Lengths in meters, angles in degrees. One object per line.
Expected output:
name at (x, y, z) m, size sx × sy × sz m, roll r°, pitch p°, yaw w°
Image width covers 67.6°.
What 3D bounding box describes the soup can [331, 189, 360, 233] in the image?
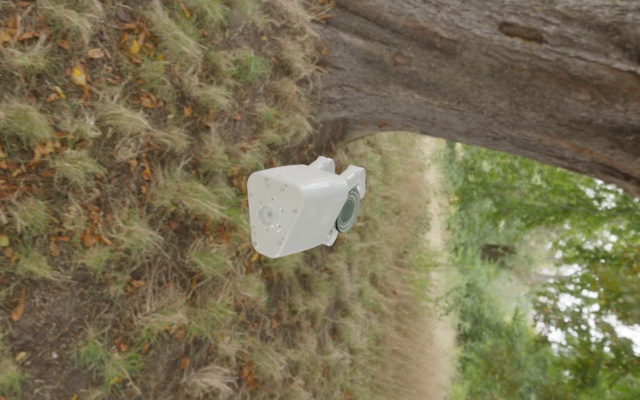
soup can at (0.001, 0.003, 0.723) m, size 0.102 × 0.068 × 0.068 m, roll 19°, pitch 9°, yaw 29°
